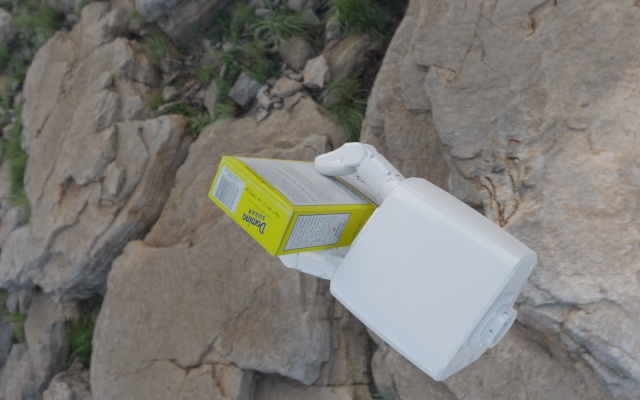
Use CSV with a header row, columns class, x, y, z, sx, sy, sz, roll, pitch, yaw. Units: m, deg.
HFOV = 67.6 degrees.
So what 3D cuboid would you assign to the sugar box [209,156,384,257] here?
class,x,y,z,sx,sy,sz,roll,pitch,yaw
sugar box,0.000,0.002,0.428,0.093,0.048,0.176,38,21,34
